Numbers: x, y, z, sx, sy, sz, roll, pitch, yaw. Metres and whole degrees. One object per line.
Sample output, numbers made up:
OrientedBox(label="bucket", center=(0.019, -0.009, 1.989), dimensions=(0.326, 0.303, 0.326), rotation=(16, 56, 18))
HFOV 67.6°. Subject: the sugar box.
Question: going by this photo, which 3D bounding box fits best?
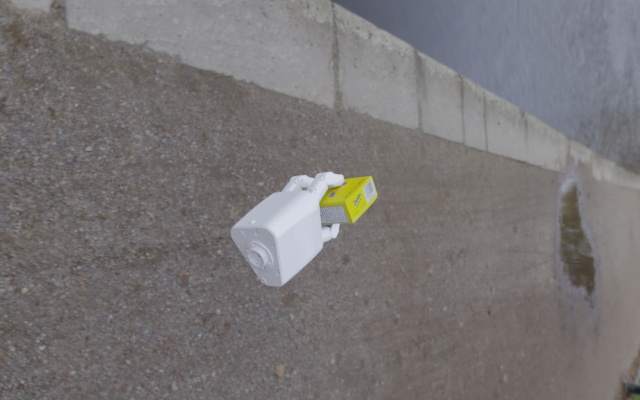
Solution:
OrientedBox(label="sugar box", center=(0.000, 0.002, 0.818), dimensions=(0.176, 0.048, 0.093), rotation=(-3, 27, 38))
